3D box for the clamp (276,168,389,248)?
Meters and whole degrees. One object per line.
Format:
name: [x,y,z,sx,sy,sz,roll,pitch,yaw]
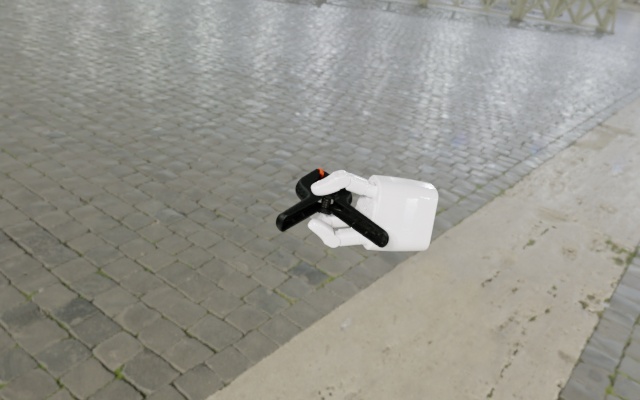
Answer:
clamp: [0.000,0.001,0.744,0.164,0.036,0.210,8,26,-19]
